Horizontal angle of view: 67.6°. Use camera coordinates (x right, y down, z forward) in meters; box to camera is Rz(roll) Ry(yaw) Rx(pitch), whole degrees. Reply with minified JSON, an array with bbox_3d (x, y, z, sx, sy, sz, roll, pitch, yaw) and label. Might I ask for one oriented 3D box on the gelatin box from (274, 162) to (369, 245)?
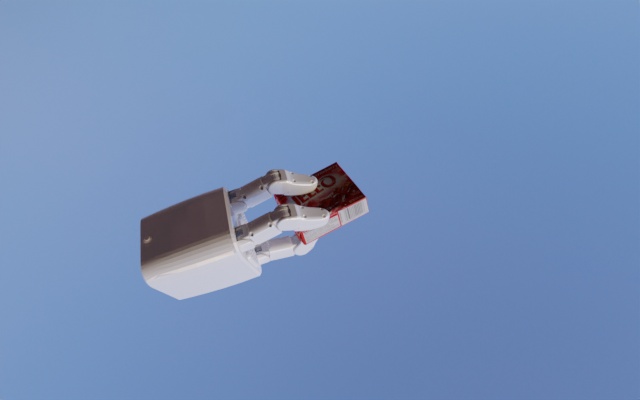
[{"bbox_3d":[0.000,0.002,0.560,0.089,0.030,0.073,-27,48,-11],"label":"gelatin box"}]
